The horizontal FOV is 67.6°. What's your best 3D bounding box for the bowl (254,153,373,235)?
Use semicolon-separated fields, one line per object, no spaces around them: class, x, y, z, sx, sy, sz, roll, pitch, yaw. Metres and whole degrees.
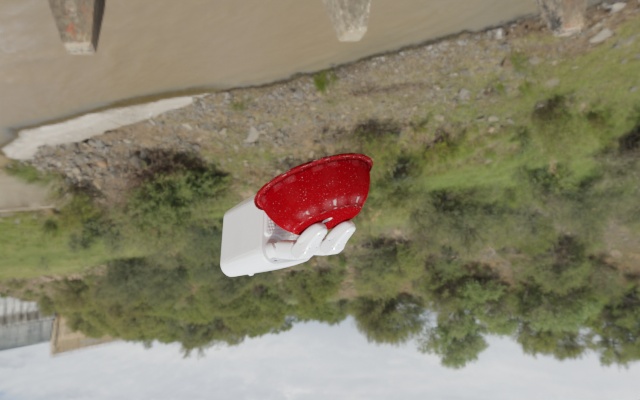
bowl;0.001;0.002;0.607;0.162;0.055;0.162;-18;-17;-6
